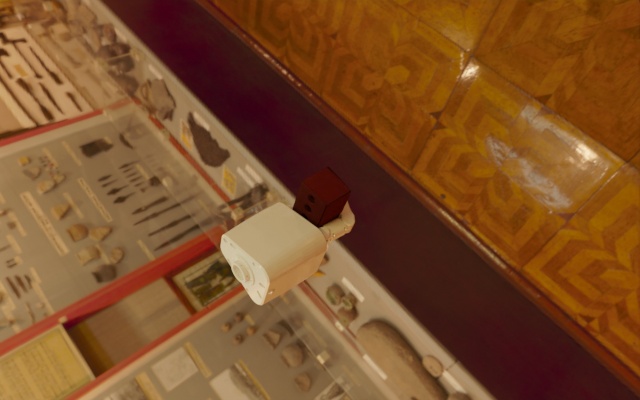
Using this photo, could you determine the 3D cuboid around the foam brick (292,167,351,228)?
[{"bbox_3d":[0.000,0.002,0.686,0.051,0.053,0.078,-29,-25,-34],"label":"foam brick"}]
